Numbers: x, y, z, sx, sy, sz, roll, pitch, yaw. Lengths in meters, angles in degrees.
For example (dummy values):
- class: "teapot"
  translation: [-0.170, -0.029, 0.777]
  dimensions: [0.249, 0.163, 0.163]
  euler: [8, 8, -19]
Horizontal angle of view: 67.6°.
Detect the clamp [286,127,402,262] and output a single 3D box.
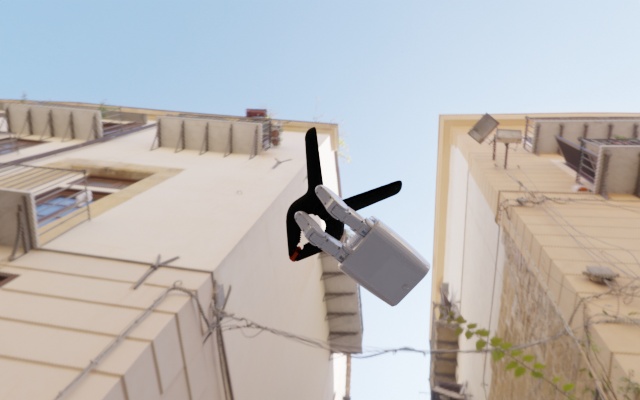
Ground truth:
- class: "clamp"
  translation: [0.000, 0.003, 0.742]
  dimensions: [0.164, 0.210, 0.036]
  euler: [39, 19, -1]
